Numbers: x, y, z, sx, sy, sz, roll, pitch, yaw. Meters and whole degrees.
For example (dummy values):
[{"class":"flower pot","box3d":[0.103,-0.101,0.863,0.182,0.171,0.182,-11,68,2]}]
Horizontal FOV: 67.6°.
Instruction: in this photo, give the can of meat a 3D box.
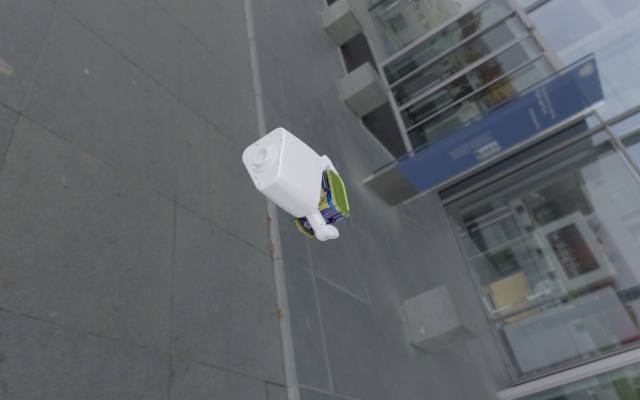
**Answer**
[{"class":"can of meat","box3d":[0.000,0.003,0.863,0.084,0.102,0.057,-29,-42,22]}]
